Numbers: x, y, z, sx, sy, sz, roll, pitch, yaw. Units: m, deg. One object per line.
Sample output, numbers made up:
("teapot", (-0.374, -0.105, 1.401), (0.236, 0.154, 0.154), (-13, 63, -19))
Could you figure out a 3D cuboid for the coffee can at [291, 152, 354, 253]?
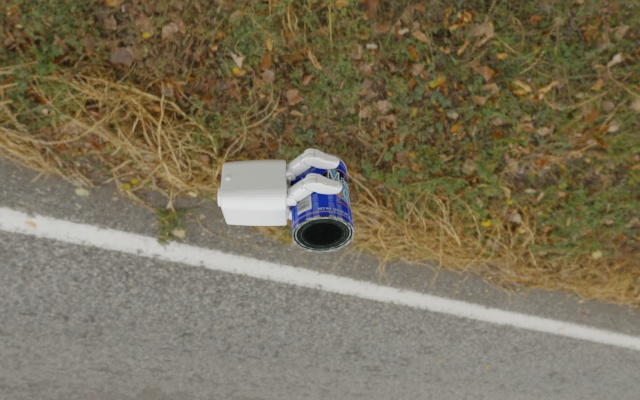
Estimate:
("coffee can", (0.000, 0.003, 0.816), (0.103, 0.140, 0.103), (-3, -39, -2))
